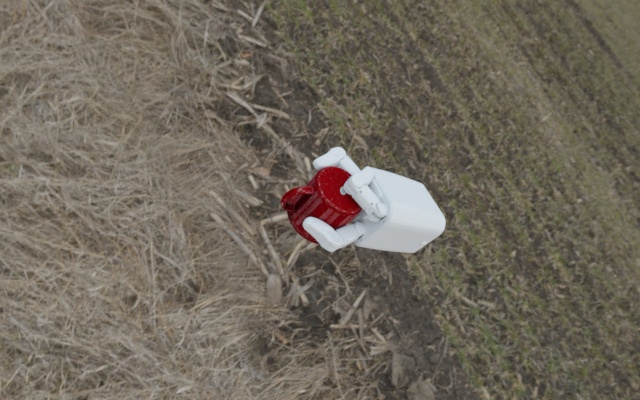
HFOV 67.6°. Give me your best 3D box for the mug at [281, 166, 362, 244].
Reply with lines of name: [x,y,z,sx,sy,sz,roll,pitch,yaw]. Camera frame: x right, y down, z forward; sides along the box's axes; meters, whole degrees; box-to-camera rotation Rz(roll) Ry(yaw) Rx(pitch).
mug: [-0.001,0.002,0.686,0.117,0.093,0.081,11,-38,-29]
